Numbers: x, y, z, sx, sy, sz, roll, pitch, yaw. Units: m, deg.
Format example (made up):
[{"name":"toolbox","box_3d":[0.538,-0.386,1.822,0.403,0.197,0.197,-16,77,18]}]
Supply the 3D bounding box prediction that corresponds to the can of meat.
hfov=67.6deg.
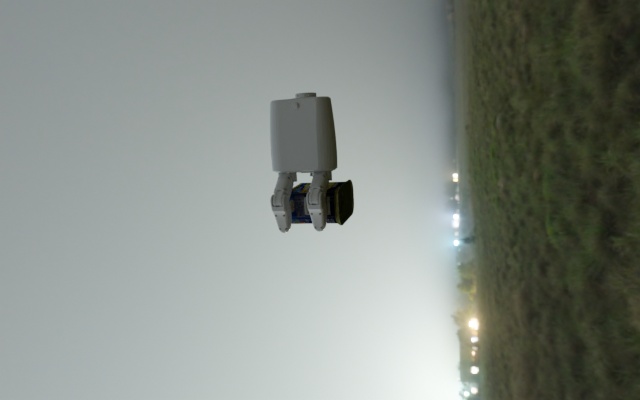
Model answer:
[{"name":"can of meat","box_3d":[0.000,0.002,0.737,0.084,0.057,0.102,-1,12,16]}]
